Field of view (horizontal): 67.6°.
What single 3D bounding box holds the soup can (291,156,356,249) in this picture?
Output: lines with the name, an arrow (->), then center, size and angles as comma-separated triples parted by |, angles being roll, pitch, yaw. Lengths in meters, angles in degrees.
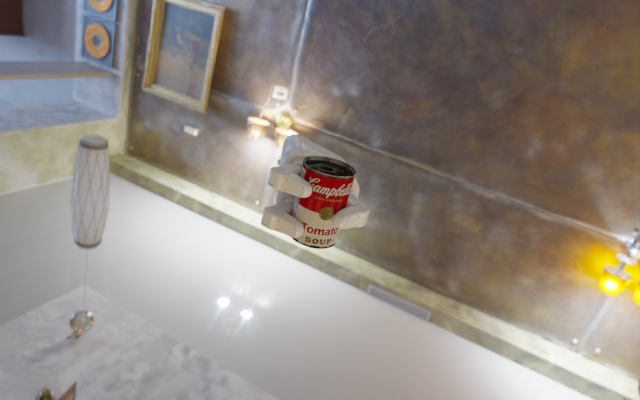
soup can -> 0.000, 0.002, 0.613 | 0.068, 0.102, 0.068 | 12, 22, -5
